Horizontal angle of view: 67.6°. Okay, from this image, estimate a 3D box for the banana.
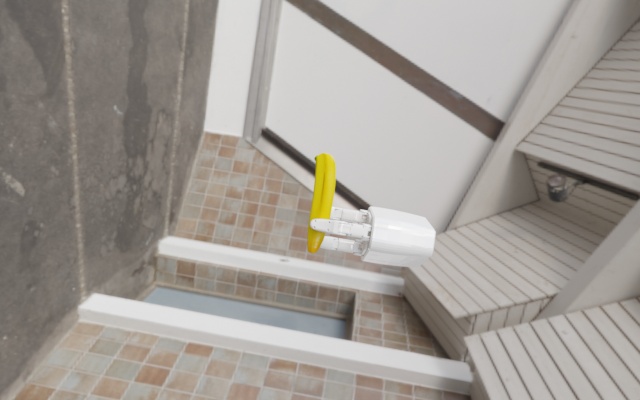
[{"bbox_3d":[0.003,-0.009,0.823,0.037,0.197,0.070,9,-29,-5],"label":"banana"}]
